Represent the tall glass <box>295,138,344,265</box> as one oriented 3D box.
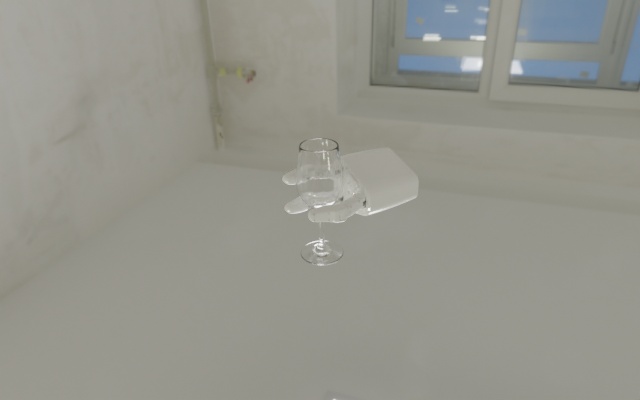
[{"bbox_3d":[0.000,0.003,0.782,0.079,0.201,0.079,-2,28,1],"label":"tall glass"}]
